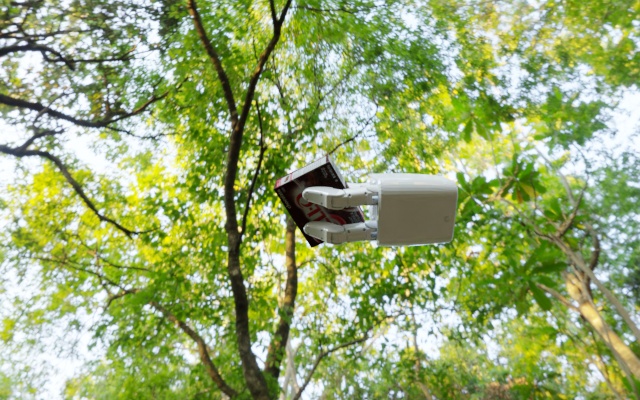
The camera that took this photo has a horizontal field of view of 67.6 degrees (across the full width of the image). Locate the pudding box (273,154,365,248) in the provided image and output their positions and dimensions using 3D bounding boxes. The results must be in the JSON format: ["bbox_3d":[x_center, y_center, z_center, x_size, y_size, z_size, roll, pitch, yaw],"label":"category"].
[{"bbox_3d":[0.000,0.002,0.682,0.090,0.113,0.039,-26,21,13],"label":"pudding box"}]
